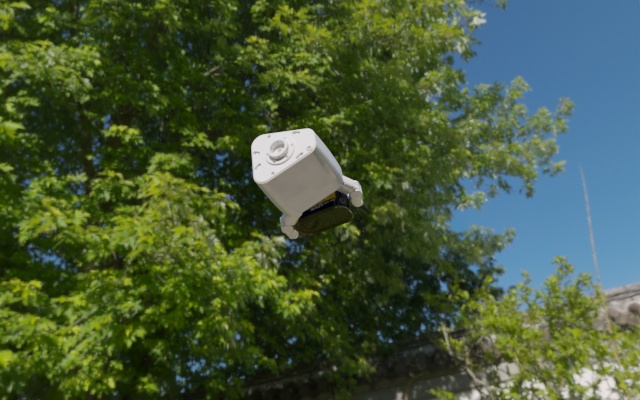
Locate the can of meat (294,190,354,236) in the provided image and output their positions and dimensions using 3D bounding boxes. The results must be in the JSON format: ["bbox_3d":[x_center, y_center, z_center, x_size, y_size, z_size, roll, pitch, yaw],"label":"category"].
[{"bbox_3d":[0.000,0.002,0.833,0.102,0.084,0.057,-21,-35,18],"label":"can of meat"}]
